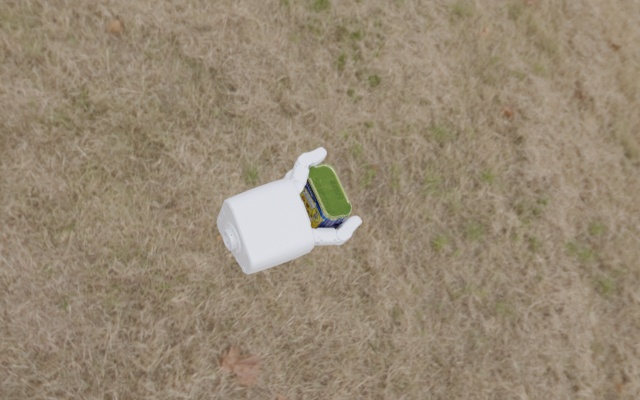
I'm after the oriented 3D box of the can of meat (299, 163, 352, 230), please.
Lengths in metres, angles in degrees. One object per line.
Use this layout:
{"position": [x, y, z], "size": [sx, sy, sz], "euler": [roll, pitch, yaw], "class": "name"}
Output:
{"position": [0.000, 0.002, 0.771], "size": [0.057, 0.102, 0.084], "euler": [-15, -20, -28], "class": "can of meat"}
